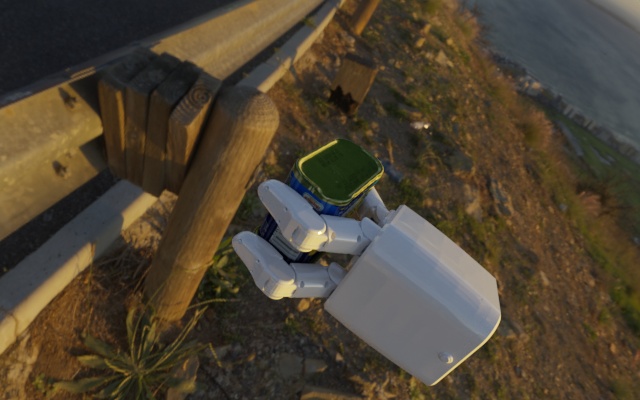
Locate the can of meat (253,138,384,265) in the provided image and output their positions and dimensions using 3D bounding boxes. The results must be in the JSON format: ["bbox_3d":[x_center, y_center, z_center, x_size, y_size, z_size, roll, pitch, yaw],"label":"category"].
[{"bbox_3d":[0.000,0.001,0.404,0.057,0.084,0.102,39,36,10],"label":"can of meat"}]
